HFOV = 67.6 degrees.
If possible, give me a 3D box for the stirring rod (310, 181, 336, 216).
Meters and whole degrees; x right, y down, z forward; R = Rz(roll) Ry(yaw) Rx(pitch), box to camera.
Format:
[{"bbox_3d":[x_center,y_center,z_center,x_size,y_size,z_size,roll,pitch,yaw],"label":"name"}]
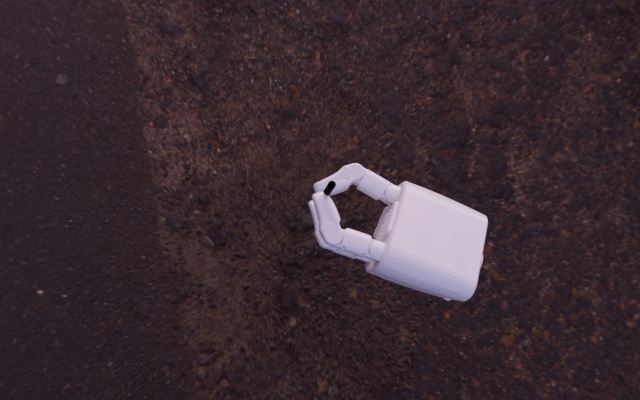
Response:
[{"bbox_3d":[0.000,0.002,0.588,0.011,0.011,0.239,0,-8,-5],"label":"stirring rod"}]
